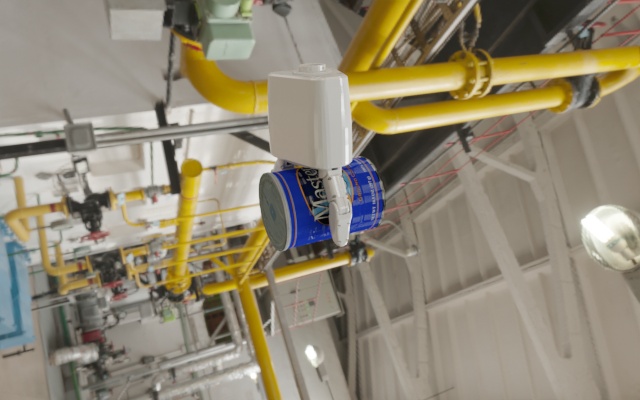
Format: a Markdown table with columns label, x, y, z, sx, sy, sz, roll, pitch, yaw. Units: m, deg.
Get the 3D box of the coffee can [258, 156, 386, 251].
| label | x | y | z | sx | sy | sz | roll | pitch | yaw |
| --- | --- | --- | --- | --- | --- | --- | --- | --- | --- |
| coffee can | 0.000 | 0.002 | 0.637 | 0.140 | 0.103 | 0.103 | -12 | 5 | -23 |
